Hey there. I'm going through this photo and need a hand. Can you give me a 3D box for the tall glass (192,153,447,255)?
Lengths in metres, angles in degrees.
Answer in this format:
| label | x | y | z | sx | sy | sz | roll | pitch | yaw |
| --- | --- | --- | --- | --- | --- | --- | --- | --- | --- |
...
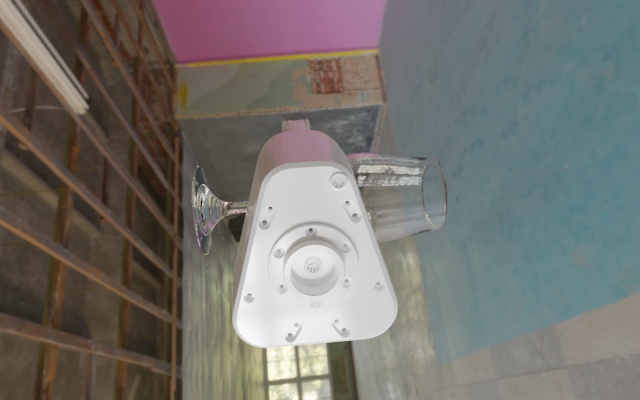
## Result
| label | x | y | z | sx | sy | sz | roll | pitch | yaw |
| --- | --- | --- | --- | --- | --- | --- | --- | --- | --- |
| tall glass | -0.001 | 0.001 | 0.404 | 0.201 | 0.079 | 0.079 | -4 | 0 | -4 |
